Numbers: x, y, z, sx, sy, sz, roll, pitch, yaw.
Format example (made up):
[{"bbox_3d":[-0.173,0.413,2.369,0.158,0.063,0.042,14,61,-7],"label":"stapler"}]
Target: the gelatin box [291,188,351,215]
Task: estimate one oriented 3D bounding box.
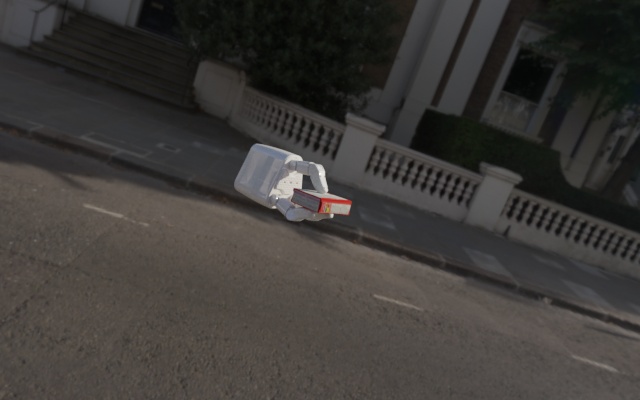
[{"bbox_3d":[0.000,0.002,0.875,0.073,0.030,0.089,6,9,-40],"label":"gelatin box"}]
